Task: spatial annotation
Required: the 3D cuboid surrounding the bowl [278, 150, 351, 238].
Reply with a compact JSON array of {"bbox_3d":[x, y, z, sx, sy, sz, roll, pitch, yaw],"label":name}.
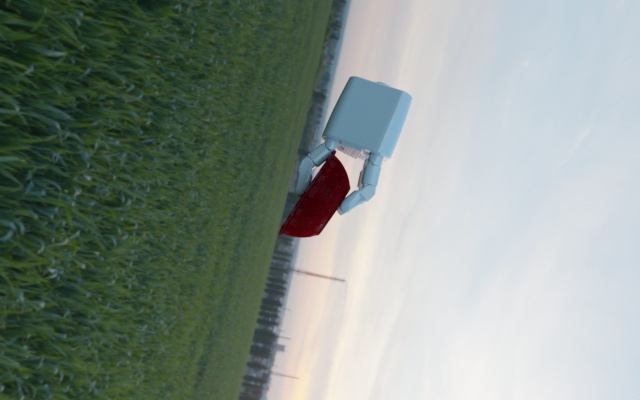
[{"bbox_3d":[0.000,0.004,0.752,0.055,0.162,0.162,34,0,0],"label":"bowl"}]
